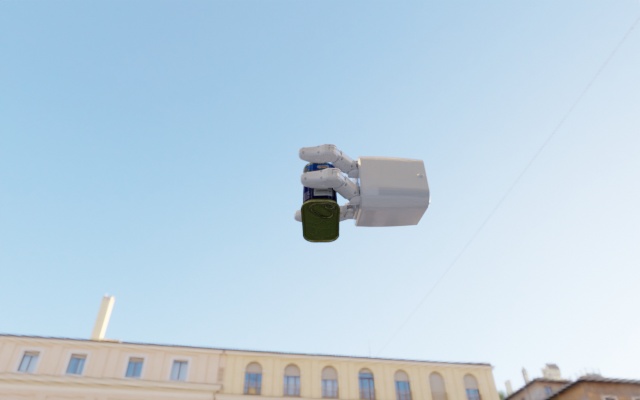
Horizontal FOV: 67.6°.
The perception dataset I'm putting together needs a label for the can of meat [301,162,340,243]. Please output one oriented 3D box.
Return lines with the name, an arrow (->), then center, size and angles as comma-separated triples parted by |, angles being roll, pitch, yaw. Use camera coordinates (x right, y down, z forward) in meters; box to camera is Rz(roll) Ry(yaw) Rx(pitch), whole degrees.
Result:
can of meat -> 0.000, 0.002, 0.740 | 0.057, 0.083, 0.102 | -1, -40, 1
